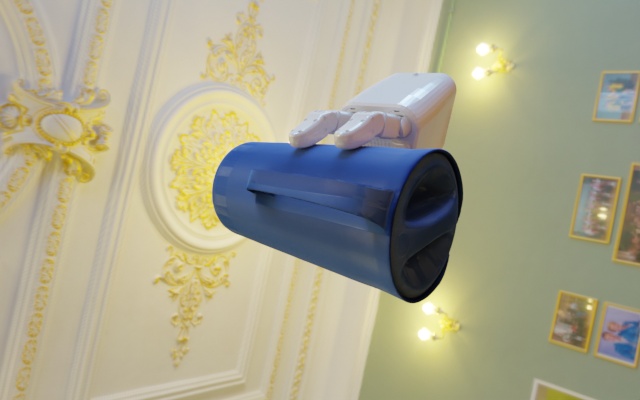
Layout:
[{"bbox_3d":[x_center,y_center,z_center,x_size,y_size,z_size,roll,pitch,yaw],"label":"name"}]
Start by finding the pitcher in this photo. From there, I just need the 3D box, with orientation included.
[{"bbox_3d":[0.000,0.001,0.468,0.243,0.149,0.145,11,41,38],"label":"pitcher"}]
